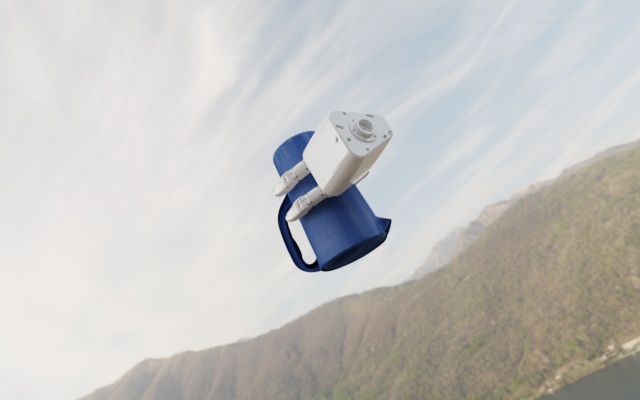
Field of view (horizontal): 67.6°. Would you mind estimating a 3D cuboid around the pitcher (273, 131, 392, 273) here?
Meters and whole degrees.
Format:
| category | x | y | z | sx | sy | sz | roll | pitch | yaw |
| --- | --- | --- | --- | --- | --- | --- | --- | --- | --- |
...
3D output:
| category | x | y | z | sx | sy | sz | roll | pitch | yaw |
| --- | --- | --- | --- | --- | --- | --- | --- | --- | --- |
| pitcher | 0.000 | 0.003 | 0.867 | 0.149 | 0.242 | 0.145 | -16 | -23 | -32 |
